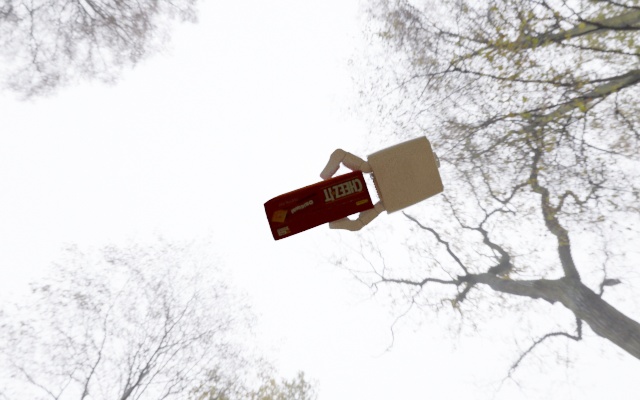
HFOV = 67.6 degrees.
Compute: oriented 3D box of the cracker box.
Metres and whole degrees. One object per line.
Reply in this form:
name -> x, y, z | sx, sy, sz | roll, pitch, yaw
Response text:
cracker box -> 0.000, 0.003, 0.829 | 0.164, 0.072, 0.213 | -19, 1, 3
